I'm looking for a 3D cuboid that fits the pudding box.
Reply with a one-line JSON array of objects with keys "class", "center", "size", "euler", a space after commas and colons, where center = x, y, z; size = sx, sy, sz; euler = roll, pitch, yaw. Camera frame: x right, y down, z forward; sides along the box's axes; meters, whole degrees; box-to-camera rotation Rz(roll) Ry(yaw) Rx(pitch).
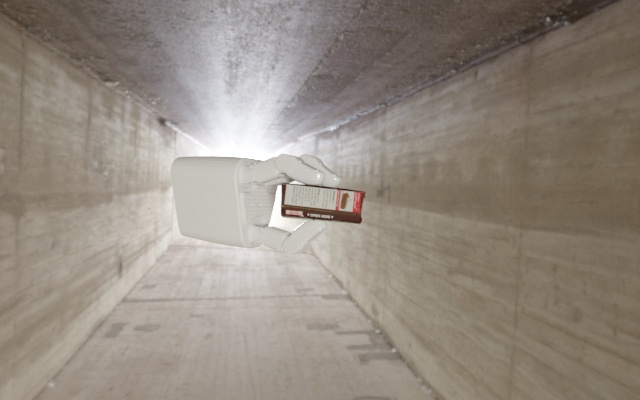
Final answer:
[{"class": "pudding box", "center": [0.000, 0.002, 0.549], "size": [0.090, 0.039, 0.113], "euler": [5, 3, -2]}]
